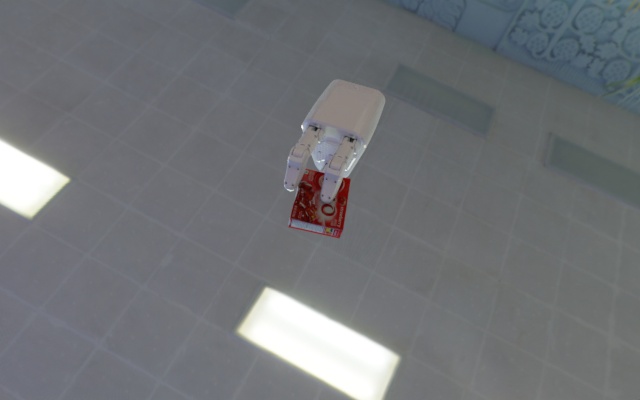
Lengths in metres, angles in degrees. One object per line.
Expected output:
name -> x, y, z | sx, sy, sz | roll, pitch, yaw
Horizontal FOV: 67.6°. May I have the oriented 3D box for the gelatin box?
gelatin box -> 0.000, 0.003, 0.664 | 0.073, 0.089, 0.030 | 13, -34, -2
